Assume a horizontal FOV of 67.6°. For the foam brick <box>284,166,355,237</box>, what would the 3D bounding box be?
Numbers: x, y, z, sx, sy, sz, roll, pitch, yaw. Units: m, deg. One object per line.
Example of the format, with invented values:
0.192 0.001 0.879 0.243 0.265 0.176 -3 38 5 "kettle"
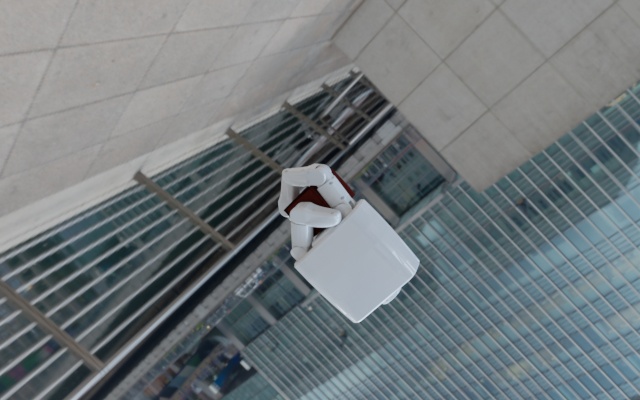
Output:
0.000 0.002 0.610 0.053 0.051 0.078 -44 2 32 "foam brick"
